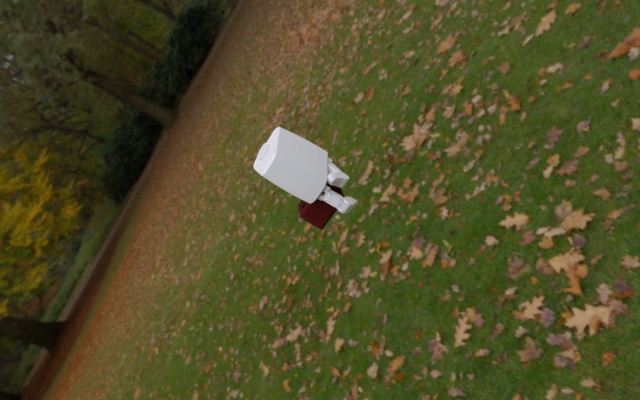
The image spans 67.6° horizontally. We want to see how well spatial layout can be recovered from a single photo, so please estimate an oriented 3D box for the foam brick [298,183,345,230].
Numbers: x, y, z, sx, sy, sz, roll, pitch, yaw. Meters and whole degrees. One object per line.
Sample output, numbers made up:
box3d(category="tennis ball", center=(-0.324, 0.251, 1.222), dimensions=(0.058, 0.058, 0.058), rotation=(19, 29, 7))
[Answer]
box3d(category="foam brick", center=(0.000, 0.003, 0.891), dimensions=(0.051, 0.078, 0.053), rotation=(28, 20, -22))
